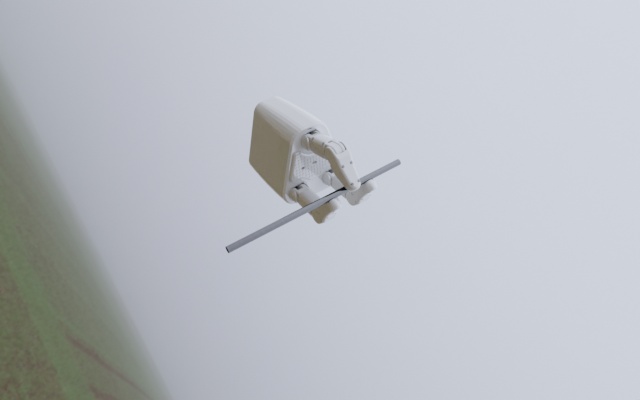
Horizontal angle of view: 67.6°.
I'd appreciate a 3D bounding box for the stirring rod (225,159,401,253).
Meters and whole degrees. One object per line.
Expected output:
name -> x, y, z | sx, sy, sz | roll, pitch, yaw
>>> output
stirring rod -> 0.000, 0.002, 0.549 | 0.239, 0.011, 0.011 | -27, 12, -24
